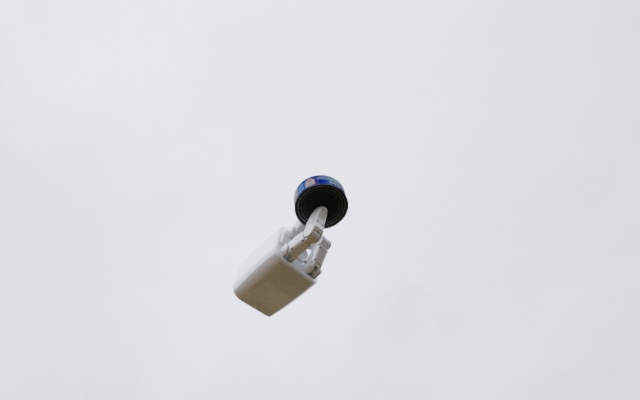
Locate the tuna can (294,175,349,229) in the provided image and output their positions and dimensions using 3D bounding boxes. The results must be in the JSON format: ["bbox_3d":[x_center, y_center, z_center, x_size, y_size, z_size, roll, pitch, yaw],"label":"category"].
[{"bbox_3d":[0.000,0.002,0.765,0.086,0.086,0.033,0,33,-8],"label":"tuna can"}]
